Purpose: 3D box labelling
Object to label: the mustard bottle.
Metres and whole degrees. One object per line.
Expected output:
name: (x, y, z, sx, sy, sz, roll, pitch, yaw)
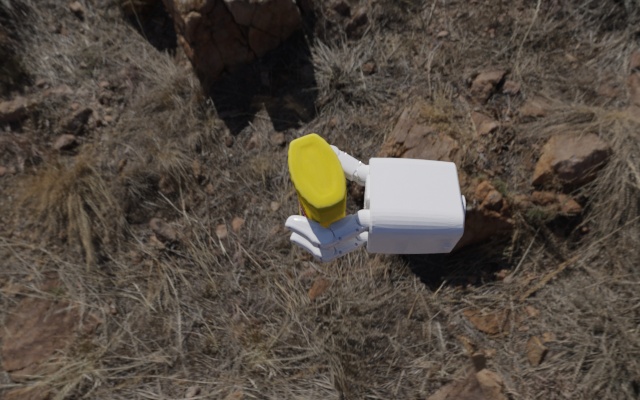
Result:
mustard bottle: (0.000, 0.002, 0.607, 0.058, 0.096, 0.192, -22, -22, -6)
